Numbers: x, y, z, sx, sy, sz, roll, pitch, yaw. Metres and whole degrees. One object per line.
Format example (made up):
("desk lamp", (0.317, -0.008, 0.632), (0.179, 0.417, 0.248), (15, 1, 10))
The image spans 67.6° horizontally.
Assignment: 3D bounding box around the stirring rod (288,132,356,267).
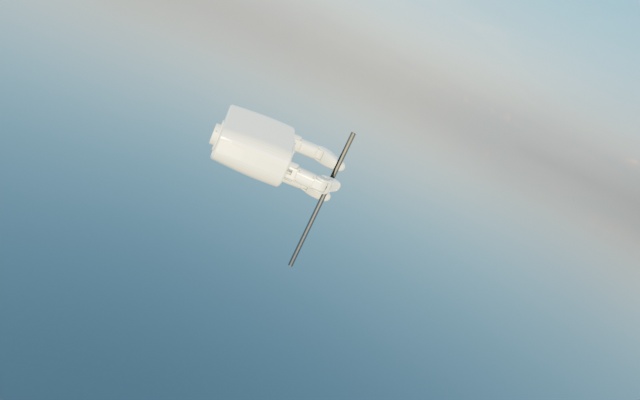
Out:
("stirring rod", (0.000, 0.003, 0.754), (0.011, 0.239, 0.011), (24, 16, -7))
